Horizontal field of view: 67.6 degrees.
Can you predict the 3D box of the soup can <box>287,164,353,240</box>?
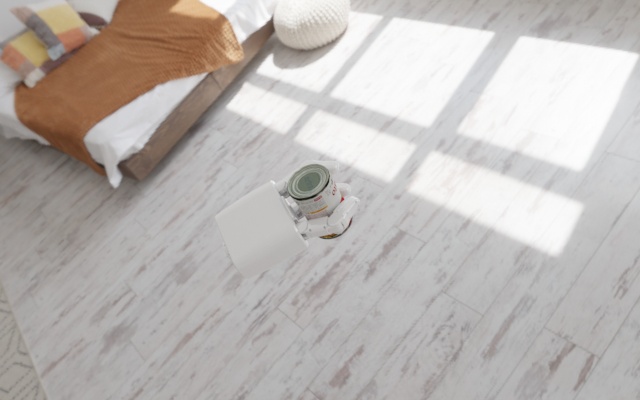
[{"bbox_3d":[0.000,0.002,0.713,0.068,0.068,0.102,0,-37,28],"label":"soup can"}]
